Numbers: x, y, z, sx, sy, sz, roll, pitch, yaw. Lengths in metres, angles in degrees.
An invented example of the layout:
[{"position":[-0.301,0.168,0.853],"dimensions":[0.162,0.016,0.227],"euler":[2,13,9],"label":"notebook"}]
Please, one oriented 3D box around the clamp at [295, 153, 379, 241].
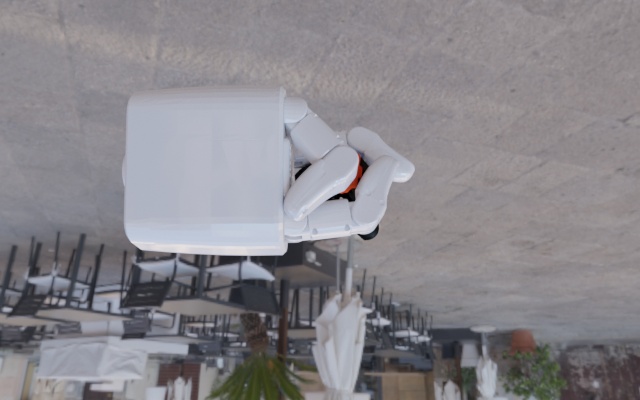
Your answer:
[{"position":[0.000,0.002,0.428],"dimensions":[0.120,0.039,0.171],"euler":[0,-21,0],"label":"clamp"}]
